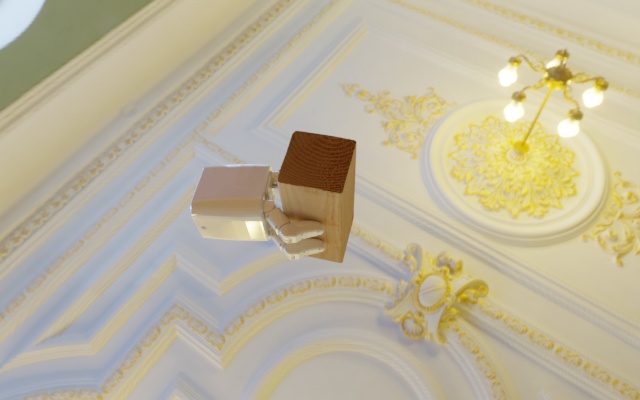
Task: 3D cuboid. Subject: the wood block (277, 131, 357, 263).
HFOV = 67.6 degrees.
[{"bbox_3d":[0.000,0.002,0.710,0.090,0.090,0.206,10,-31,9],"label":"wood block"}]
